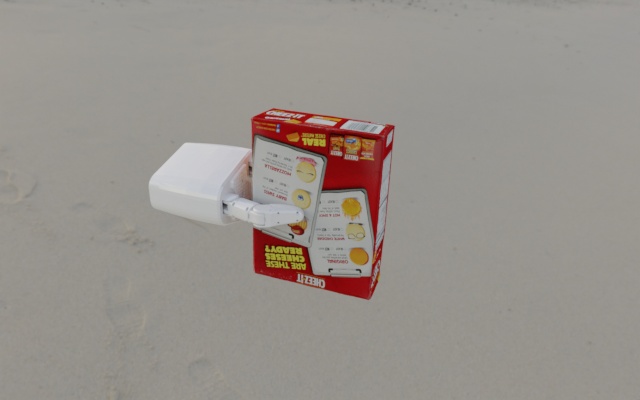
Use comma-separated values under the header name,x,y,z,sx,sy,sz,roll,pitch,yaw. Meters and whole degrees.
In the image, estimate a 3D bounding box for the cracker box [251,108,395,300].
name,x,y,z,sx,sy,sz,roll,pitch,yaw
cracker box,0.000,0.002,0.601,0.164,0.214,0.072,10,25,18
